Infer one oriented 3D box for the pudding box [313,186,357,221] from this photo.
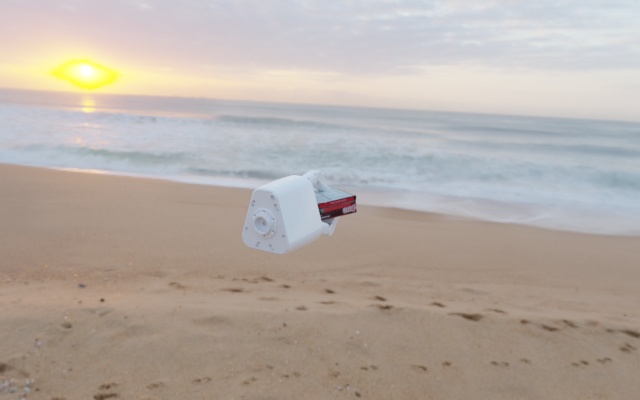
[{"bbox_3d":[0.000,0.003,0.897,0.090,0.039,0.113,-11,20,-32],"label":"pudding box"}]
